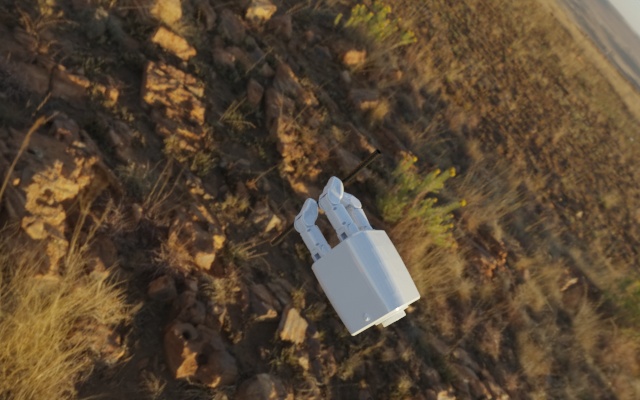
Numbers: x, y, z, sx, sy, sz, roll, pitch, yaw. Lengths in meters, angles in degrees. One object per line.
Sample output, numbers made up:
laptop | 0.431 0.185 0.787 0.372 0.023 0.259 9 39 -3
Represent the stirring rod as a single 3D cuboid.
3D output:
stirring rod | 0.000 0.002 0.681 0.011 0.011 0.240 0 -33 -47
